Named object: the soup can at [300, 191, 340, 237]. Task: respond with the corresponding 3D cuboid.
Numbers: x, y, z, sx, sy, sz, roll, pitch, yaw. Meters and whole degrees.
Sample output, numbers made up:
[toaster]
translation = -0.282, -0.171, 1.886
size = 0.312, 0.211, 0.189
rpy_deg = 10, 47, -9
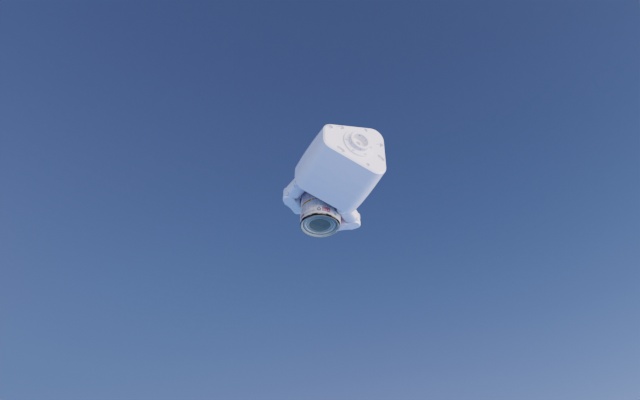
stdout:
[soup can]
translation = 0.000, 0.003, 0.812
size = 0.068, 0.102, 0.069
rpy_deg = 1, -37, 0
